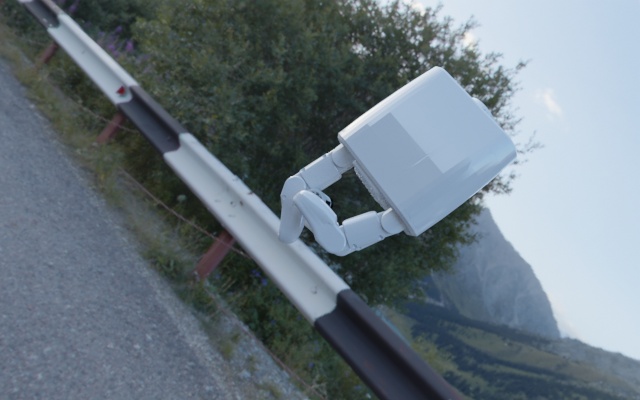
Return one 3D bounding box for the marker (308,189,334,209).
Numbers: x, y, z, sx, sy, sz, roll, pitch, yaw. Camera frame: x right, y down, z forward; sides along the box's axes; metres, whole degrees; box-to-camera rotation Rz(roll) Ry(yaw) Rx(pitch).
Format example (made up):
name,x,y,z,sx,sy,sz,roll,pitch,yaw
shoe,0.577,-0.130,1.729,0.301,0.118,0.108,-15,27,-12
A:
name,x,y,z,sx,sy,sz,roll,pitch,yaw
marker,0.000,0.002,0.466,0.020,0.020,0.121,0,-2,6
